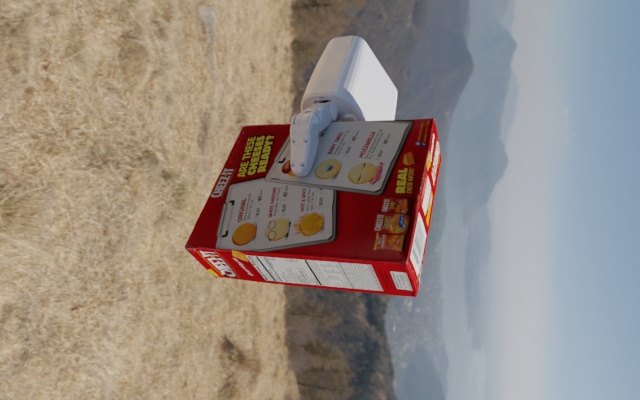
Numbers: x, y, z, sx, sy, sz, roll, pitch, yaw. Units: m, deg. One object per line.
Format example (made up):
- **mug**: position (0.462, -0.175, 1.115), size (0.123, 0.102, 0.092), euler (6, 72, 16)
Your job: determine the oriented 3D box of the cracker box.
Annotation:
- **cracker box**: position (0.000, 0.001, 0.470), size (0.213, 0.164, 0.072), euler (1, -38, 23)
